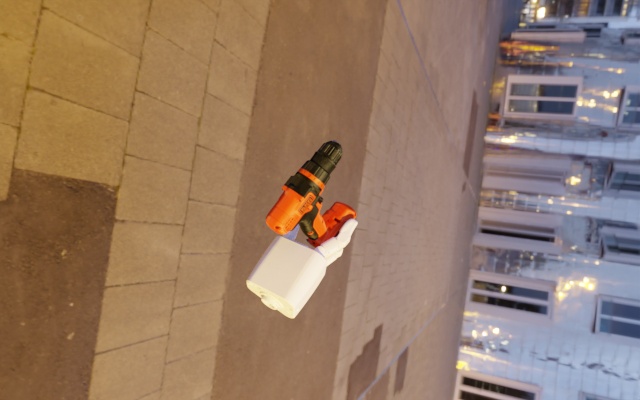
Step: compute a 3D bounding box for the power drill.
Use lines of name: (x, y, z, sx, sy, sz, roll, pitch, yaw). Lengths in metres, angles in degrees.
power drill: (0.000, 0.003, 0.860, 0.057, 0.184, 0.188, 34, -8, 35)
